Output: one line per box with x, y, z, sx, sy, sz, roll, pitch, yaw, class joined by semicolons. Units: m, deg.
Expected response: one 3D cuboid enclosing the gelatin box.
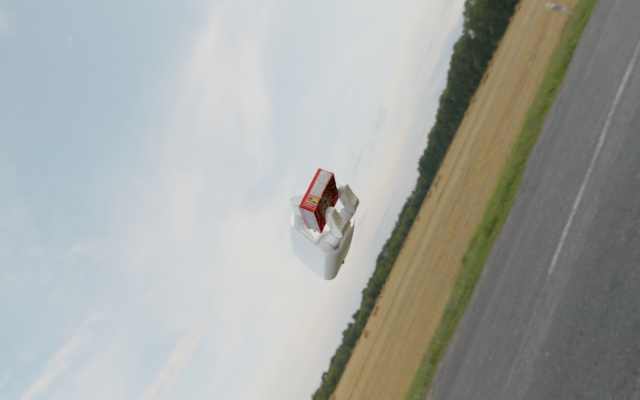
0.000;0.002;0.763;0.030;0.073;0.089;20;-22;18;gelatin box
